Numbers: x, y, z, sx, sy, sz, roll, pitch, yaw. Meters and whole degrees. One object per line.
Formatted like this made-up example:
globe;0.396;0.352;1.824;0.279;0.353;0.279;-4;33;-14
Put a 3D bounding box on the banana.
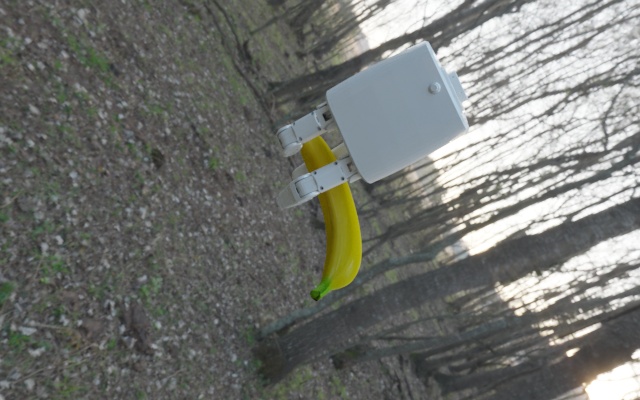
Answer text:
banana;0.011;0.010;0.513;0.037;0.197;0.070;-23;-28;30
